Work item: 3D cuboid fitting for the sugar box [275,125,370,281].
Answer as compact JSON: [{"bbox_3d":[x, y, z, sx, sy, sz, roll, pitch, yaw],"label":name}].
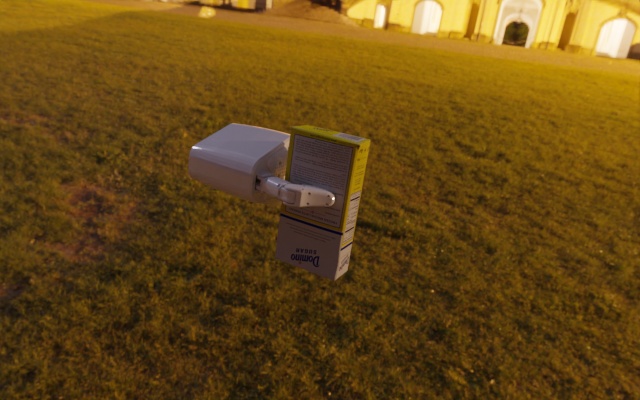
[{"bbox_3d":[0.000,0.002,0.598,0.093,0.176,0.048,17,22,24],"label":"sugar box"}]
